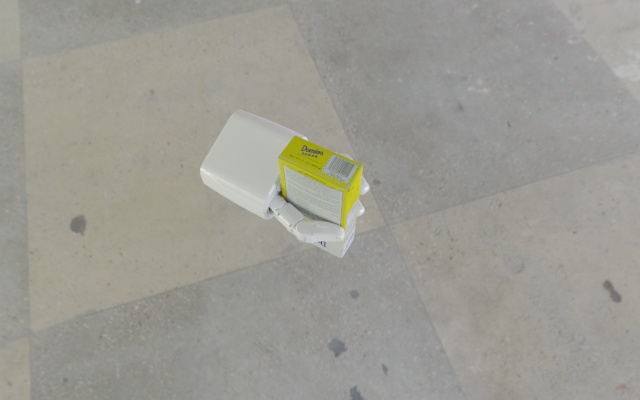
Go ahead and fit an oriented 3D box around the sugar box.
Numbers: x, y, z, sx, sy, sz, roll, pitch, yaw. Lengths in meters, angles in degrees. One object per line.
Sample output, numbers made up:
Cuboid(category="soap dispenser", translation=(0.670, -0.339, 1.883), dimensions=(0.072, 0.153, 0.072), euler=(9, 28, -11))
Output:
Cuboid(category="sugar box", translation=(0.000, 0.001, 0.611), dimensions=(0.093, 0.048, 0.176), euler=(26, -26, 14))
